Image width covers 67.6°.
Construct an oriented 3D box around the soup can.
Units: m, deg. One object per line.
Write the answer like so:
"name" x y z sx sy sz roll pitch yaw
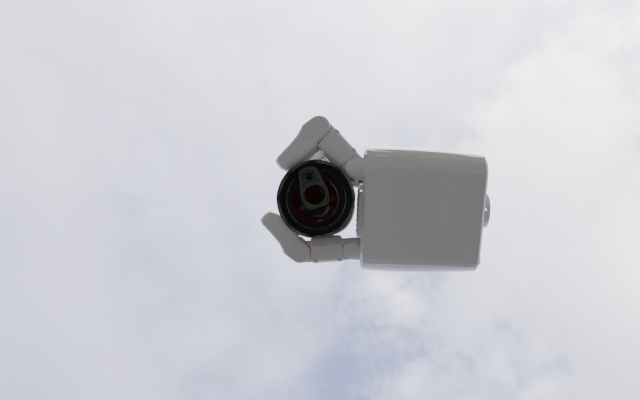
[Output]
"soup can" 0.000 0.002 0.458 0.068 0.068 0.102 0 -4 5
